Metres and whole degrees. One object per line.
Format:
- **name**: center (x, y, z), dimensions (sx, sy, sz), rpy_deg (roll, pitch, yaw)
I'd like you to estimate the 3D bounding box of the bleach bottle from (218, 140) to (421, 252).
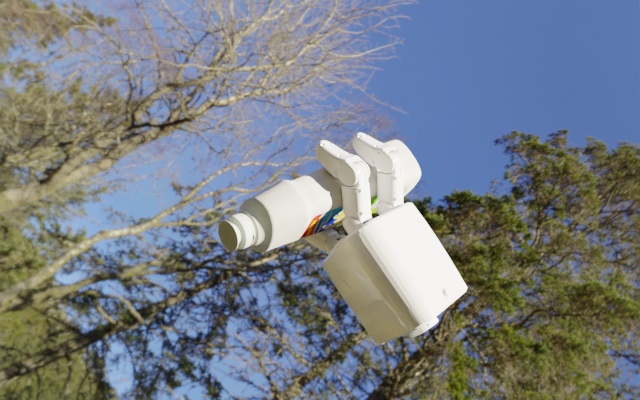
- **bleach bottle**: center (0.000, 0.002, 0.505), dimensions (0.251, 0.068, 0.103), rpy_deg (-21, -16, -43)
